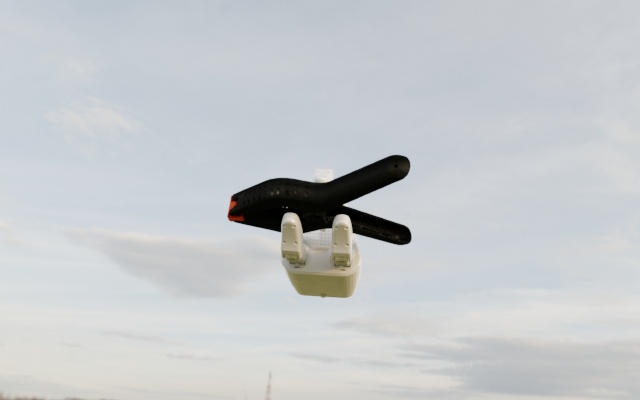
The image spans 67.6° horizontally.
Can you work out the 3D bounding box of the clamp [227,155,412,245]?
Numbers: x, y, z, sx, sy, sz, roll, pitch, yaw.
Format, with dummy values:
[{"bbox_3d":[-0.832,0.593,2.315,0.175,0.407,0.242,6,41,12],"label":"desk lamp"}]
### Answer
[{"bbox_3d":[0.000,0.001,0.513,0.210,0.036,0.165,2,-31,5],"label":"clamp"}]
